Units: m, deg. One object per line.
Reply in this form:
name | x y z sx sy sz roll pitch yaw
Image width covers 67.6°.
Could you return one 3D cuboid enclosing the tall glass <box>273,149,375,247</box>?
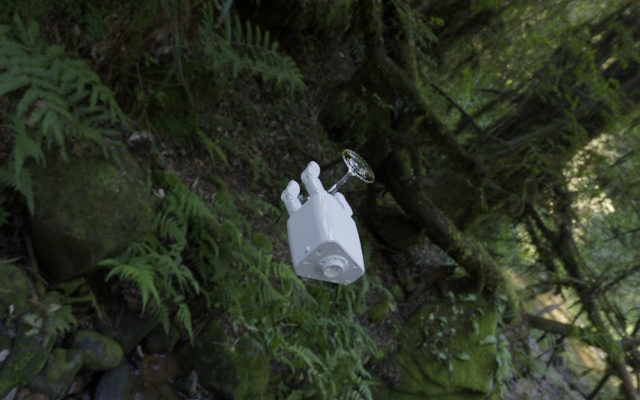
tall glass | 0.001 0.002 0.850 0.201 0.079 0.079 -43 -23 26
